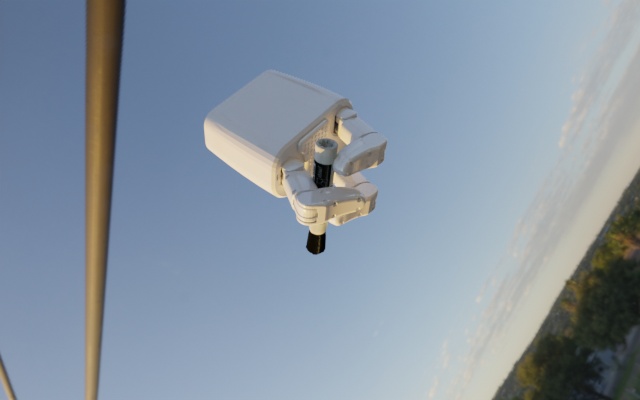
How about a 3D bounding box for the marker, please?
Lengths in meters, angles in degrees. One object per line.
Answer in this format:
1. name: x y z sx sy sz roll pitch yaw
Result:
1. marker: 0.000 0.001 0.427 0.020 0.121 0.020 4 37 -3
